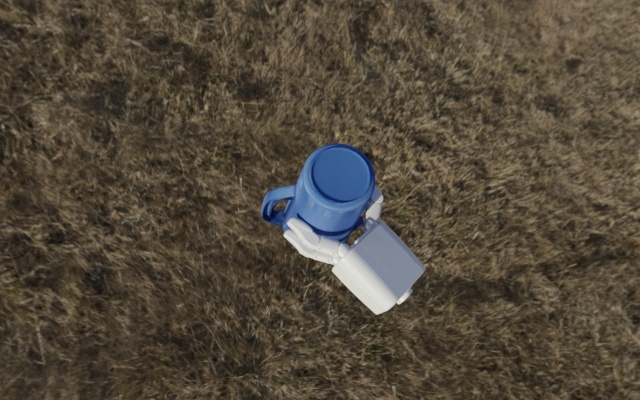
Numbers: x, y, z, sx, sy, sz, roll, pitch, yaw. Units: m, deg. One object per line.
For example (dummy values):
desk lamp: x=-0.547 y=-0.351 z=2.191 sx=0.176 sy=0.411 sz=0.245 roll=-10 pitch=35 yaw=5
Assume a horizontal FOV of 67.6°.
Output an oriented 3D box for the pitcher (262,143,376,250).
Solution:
pitcher: x=0.000 y=0.003 z=0.791 sx=0.149 sy=0.145 sz=0.243 roll=-39 pitch=-9 yaw=-19
